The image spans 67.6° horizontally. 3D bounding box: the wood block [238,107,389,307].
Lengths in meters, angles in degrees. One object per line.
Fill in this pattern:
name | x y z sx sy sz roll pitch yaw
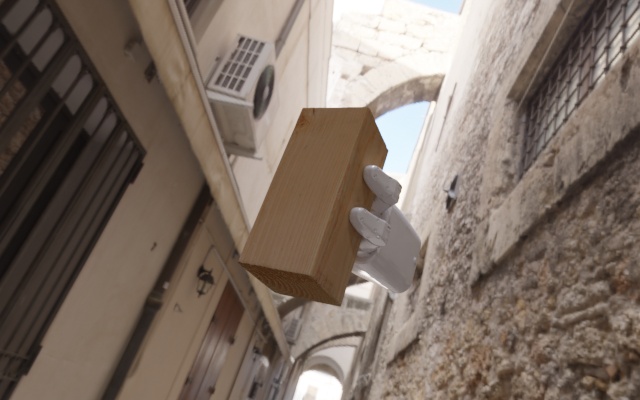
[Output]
wood block | 0.000 0.002 0.545 0.091 0.206 0.090 5 -29 29
